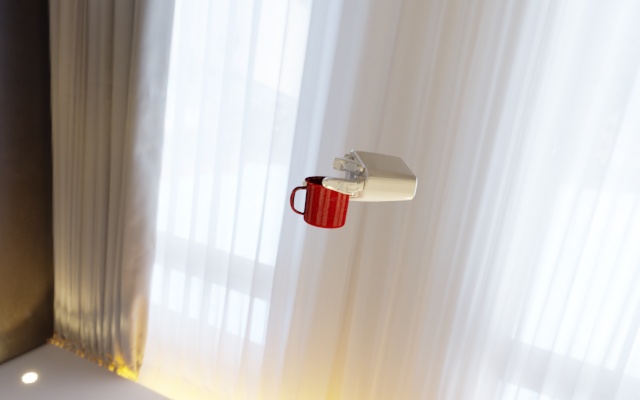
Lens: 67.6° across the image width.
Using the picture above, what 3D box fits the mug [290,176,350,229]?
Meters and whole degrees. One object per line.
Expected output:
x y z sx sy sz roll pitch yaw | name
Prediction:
-0.001 0.003 0.892 0.117 0.081 0.093 3 15 -17 | mug
